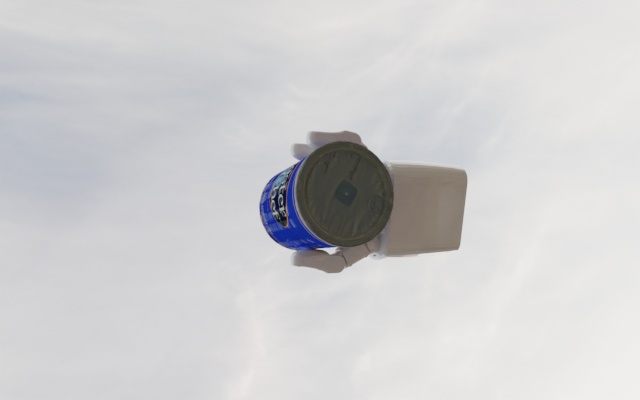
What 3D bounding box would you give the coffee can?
[{"bbox_3d":[0.000,0.002,0.517,0.103,0.103,0.140,0,-7,-22],"label":"coffee can"}]
